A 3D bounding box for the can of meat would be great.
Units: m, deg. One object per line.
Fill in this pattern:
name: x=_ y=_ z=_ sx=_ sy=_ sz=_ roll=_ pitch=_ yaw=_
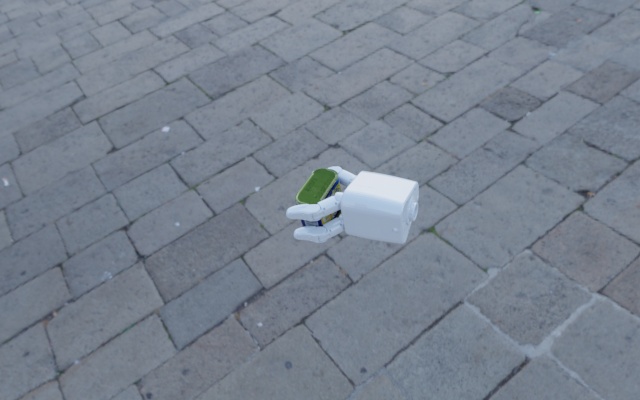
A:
can of meat: x=0.000 y=0.003 z=0.868 sx=0.057 sy=0.102 sz=0.084 roll=15 pitch=-38 yaw=25
